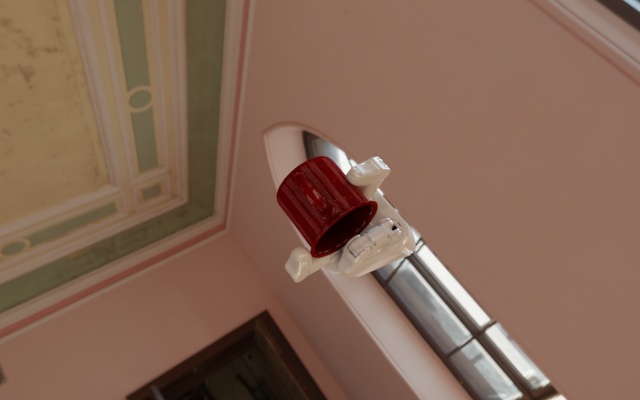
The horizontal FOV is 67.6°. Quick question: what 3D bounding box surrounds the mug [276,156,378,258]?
[{"bbox_3d":[-0.001,0.001,0.528,0.093,0.081,0.117,-41,-22,5],"label":"mug"}]
